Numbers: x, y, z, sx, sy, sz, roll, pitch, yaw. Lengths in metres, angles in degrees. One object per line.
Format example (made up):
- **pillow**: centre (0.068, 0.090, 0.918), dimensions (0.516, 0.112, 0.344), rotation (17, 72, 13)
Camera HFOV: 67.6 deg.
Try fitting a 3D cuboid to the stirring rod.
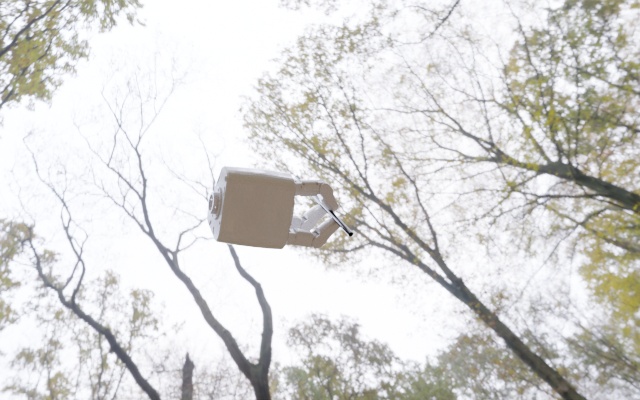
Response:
- **stirring rod**: centre (0.000, 0.003, 0.805), dimensions (0.011, 0.011, 0.239), rotation (0, 23, -24)
